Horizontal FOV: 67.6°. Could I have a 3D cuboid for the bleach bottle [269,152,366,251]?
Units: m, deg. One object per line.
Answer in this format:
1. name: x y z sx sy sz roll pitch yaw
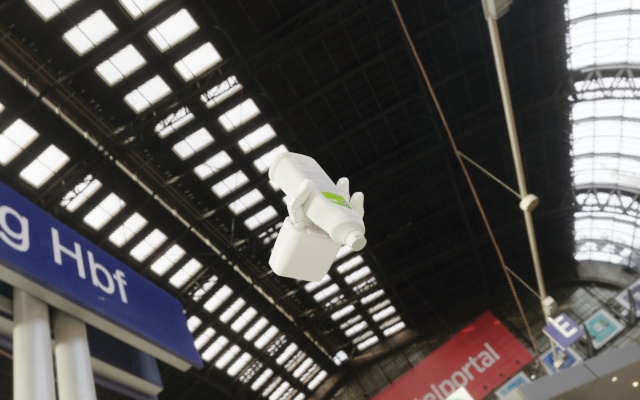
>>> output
1. bleach bottle: 0.000 0.003 0.874 0.102 0.068 0.250 7 30 -37
